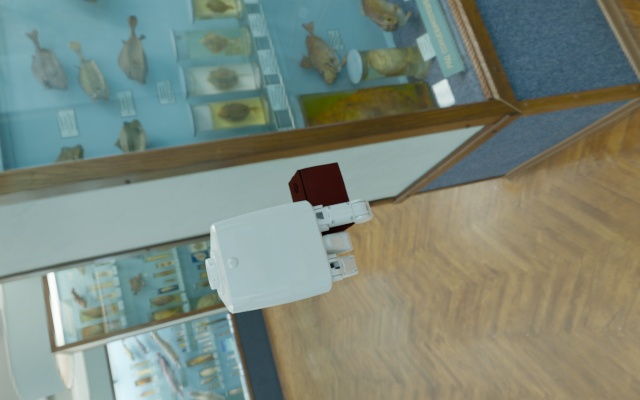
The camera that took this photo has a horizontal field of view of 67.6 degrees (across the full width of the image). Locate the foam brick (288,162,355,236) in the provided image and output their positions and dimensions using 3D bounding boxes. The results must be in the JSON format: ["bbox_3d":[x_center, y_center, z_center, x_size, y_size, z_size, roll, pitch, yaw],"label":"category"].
[{"bbox_3d":[0.000,0.002,0.559,0.051,0.078,0.053,-12,-12,-19],"label":"foam brick"}]
